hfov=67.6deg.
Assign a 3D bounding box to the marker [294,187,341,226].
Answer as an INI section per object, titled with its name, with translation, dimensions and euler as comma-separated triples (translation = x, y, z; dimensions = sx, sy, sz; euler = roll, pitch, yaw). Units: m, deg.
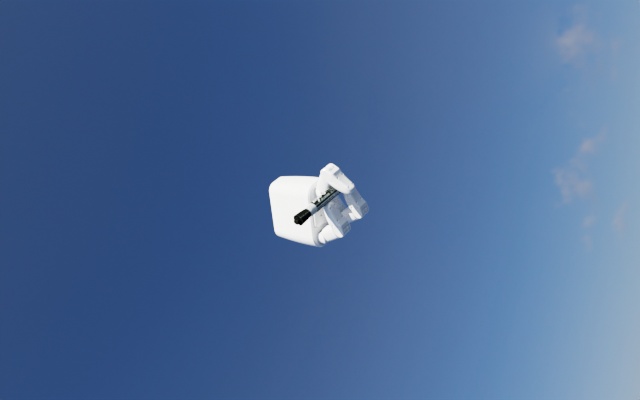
[marker]
translation = 0.000, 0.002, 0.751
dimensions = 0.020, 0.020, 0.121
euler = 0, 31, 46
